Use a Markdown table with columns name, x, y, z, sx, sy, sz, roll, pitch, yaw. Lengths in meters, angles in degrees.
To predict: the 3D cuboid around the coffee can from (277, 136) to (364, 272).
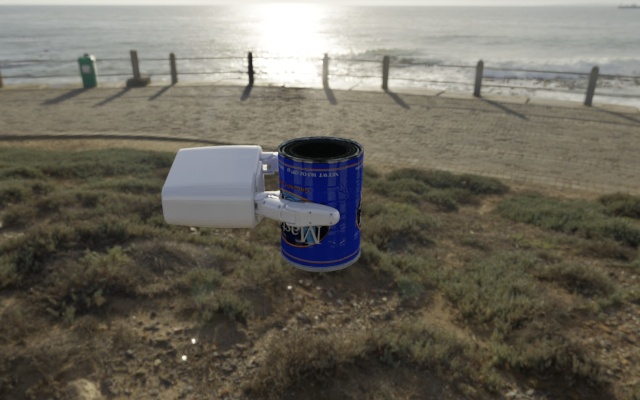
| name | x | y | z | sx | sy | sz | roll | pitch | yaw |
| --- | --- | --- | --- | --- | --- | --- | --- | --- | --- |
| coffee can | 0.000 | 0.002 | 0.588 | 0.103 | 0.140 | 0.102 | 0 | 22 | 0 |
